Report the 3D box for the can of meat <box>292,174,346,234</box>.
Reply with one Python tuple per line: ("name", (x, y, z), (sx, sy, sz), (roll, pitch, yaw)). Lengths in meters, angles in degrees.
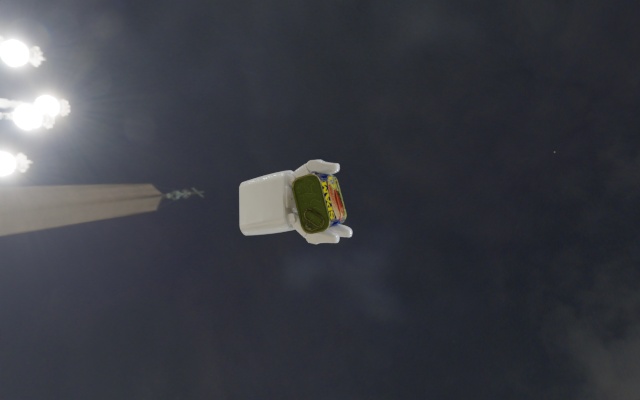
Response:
("can of meat", (0.000, 0.003, 0.856), (0.057, 0.102, 0.084), (-14, -1, 26))
